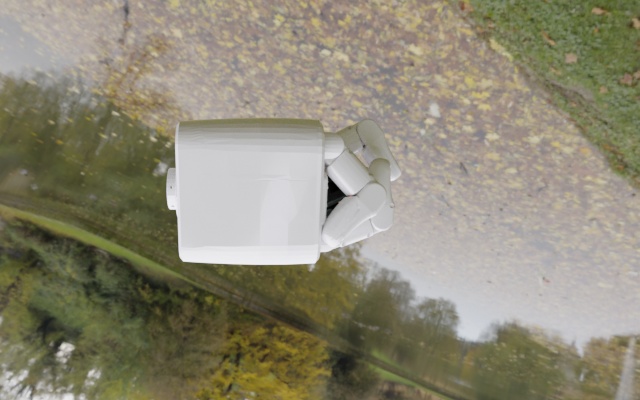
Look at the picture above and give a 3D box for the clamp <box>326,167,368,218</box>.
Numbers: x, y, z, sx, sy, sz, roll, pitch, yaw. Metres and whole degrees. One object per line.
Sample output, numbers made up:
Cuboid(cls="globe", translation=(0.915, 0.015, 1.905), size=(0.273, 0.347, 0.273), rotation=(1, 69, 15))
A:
Cuboid(cls="clamp", translation=(0.000, 0.002, 0.485), size=(0.120, 0.039, 0.171), rotation=(-25, -9, -8))
